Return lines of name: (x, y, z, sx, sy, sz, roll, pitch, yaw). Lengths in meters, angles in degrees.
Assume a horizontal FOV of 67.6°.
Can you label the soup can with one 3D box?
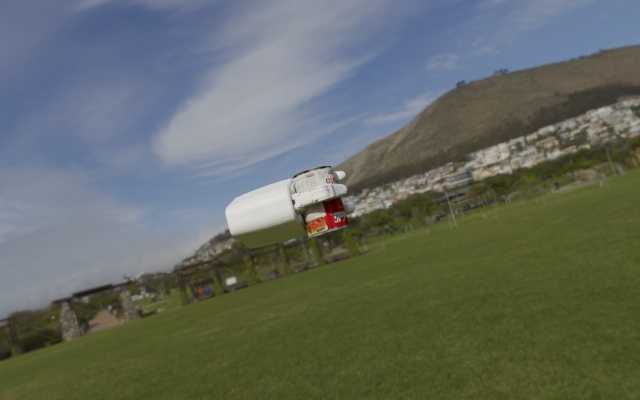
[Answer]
soup can: (0.000, 0.002, 0.764, 0.068, 0.102, 0.068, -16, -5, -2)
